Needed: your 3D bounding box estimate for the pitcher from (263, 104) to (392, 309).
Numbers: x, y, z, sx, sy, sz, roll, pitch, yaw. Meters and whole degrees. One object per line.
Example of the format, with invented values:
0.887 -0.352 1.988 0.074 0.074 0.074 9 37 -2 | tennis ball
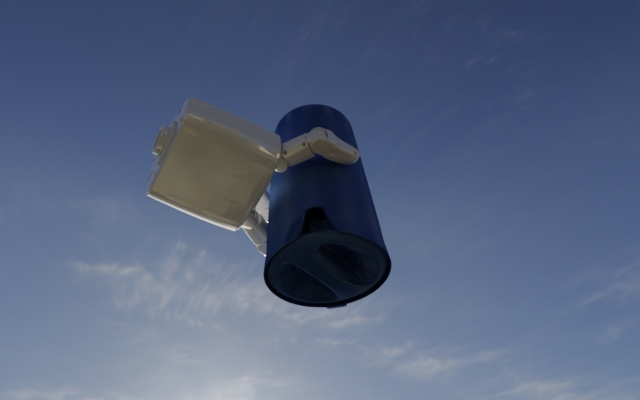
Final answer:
0.000 0.002 0.582 0.145 0.242 0.149 23 -51 -27 | pitcher
